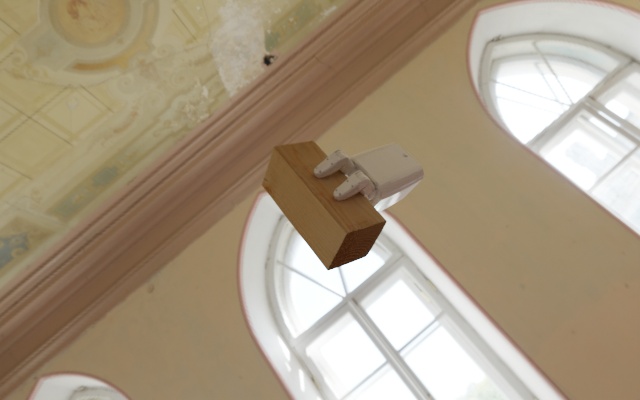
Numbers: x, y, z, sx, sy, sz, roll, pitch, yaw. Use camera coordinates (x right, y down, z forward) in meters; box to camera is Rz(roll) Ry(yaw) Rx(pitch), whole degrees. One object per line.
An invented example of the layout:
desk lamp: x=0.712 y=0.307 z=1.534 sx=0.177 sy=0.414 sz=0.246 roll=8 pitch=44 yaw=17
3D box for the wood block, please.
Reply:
wood block: x=0.000 y=0.003 z=0.792 sx=0.090 sy=0.091 sz=0.206 roll=-14 pitch=52 yaw=-37
